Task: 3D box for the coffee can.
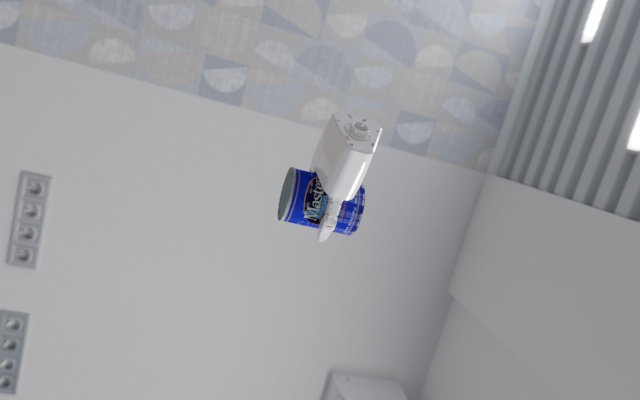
[{"bbox_3d":[0.000,0.003,0.896,0.140,0.103,0.103,13,-3,-13],"label":"coffee can"}]
